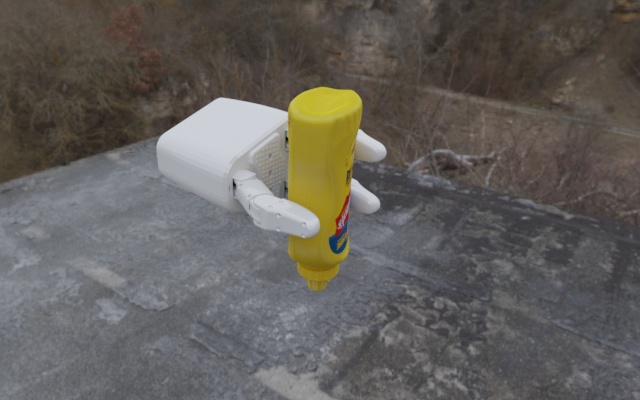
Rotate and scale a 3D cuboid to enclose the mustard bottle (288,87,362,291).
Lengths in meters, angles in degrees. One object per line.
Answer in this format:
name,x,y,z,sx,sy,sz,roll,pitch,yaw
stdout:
mustard bottle,0.000,0.001,0.436,0.058,0.192,0.096,8,28,10
